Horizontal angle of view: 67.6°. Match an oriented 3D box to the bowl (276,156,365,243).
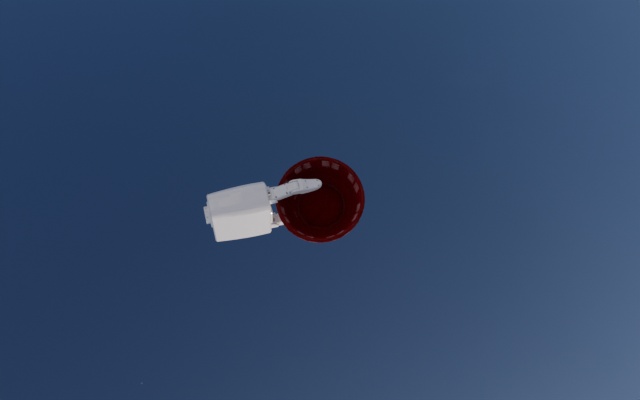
[{"bbox_3d":[0.001,0.003,0.885,0.162,0.162,0.055,0,-15,2],"label":"bowl"}]
